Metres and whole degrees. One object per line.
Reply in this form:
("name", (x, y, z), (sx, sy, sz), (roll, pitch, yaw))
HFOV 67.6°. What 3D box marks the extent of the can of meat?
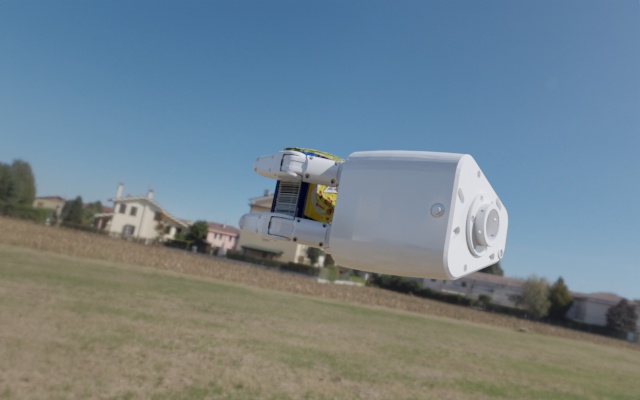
("can of meat", (0.000, 0.001, 0.470), (0.057, 0.084, 0.102), (3, -11, 45))
